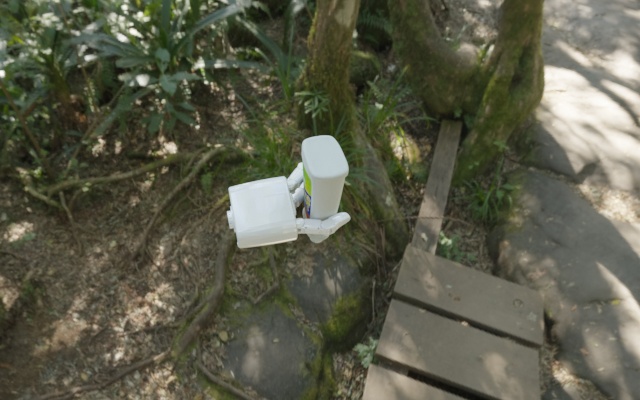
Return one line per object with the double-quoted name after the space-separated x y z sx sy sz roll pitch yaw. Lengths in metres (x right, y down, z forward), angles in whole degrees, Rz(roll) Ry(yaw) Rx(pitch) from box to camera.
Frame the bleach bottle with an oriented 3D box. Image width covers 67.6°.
0.000 0.003 0.884 0.068 0.102 0.251 -10 -38 -12 "bleach bottle"
